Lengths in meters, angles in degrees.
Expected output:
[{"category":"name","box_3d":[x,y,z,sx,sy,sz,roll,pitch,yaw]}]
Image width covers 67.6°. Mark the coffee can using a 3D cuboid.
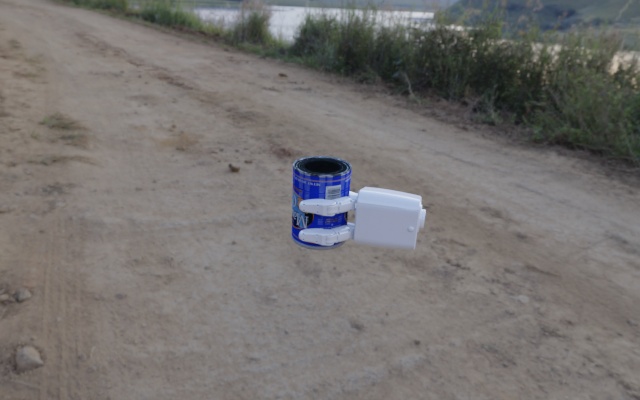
[{"category":"coffee can","box_3d":[0.000,0.003,0.850,0.103,0.140,0.102,2,23,-1]}]
